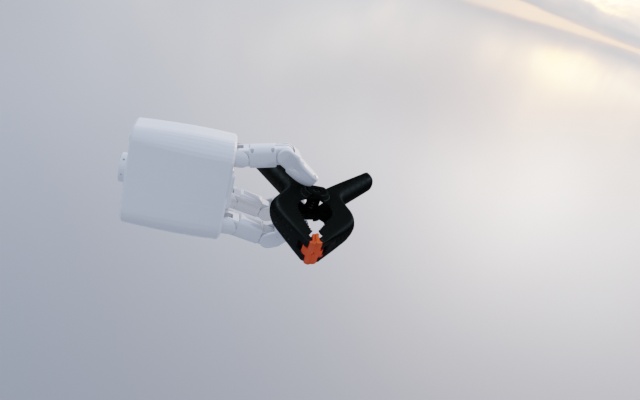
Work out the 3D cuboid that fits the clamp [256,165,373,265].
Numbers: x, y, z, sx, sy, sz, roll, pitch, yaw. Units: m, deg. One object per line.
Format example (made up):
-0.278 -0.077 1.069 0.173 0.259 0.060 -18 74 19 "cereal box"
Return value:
0.000 0.001 0.556 0.164 0.036 0.209 9 29 -14 "clamp"
